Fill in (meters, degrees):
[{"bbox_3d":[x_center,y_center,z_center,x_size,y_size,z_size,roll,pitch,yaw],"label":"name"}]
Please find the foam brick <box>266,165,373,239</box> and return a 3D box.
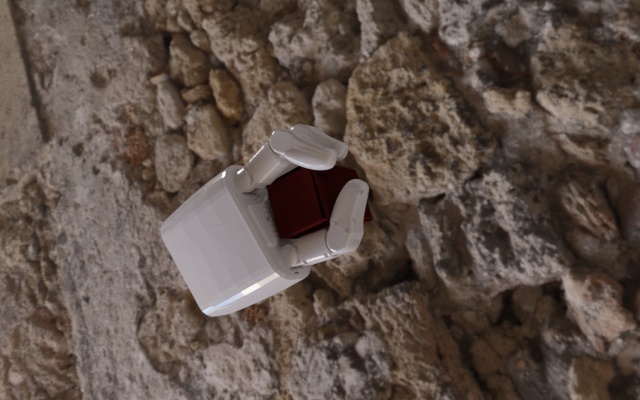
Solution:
[{"bbox_3d":[0.000,0.001,0.427,0.051,0.053,0.078,-27,-19,31],"label":"foam brick"}]
